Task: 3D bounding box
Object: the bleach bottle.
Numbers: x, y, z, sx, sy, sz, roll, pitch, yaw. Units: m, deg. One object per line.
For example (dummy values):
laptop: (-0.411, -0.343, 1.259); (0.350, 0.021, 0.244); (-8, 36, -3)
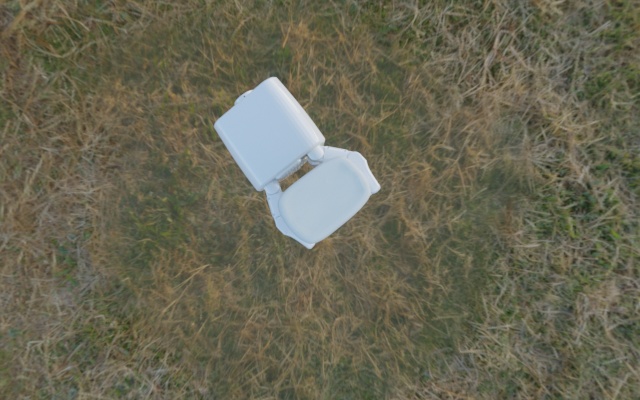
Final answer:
bleach bottle: (0.000, 0.002, 0.631); (0.102, 0.068, 0.251); (-38, 0, -4)
